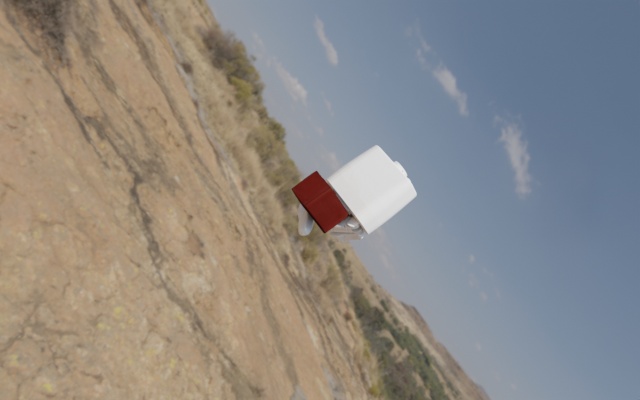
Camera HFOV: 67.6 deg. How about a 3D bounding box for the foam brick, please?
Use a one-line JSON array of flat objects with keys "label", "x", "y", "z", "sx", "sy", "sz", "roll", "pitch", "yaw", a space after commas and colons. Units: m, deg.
[{"label": "foam brick", "x": 0.000, "y": 0.002, "z": 0.754, "sx": 0.078, "sy": 0.051, "sz": 0.053, "roll": 54, "pitch": 0, "yaw": -44}]
